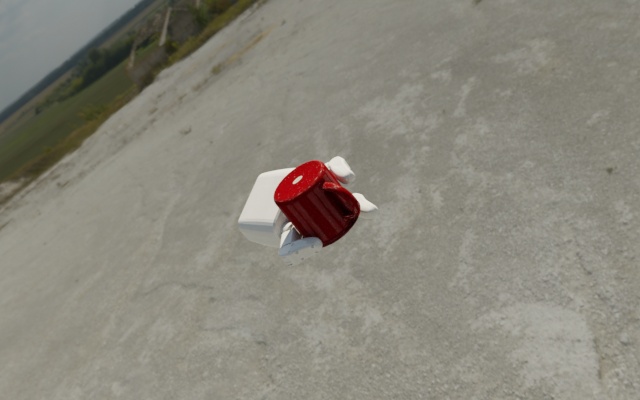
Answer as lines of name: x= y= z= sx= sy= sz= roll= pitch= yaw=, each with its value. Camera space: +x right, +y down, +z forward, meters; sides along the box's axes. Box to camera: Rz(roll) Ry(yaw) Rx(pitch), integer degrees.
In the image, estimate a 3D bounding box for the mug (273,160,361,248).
mug: x=0.001 y=0.002 z=0.616 sx=0.117 sy=0.093 sz=0.081 roll=-1 pitch=-44 yaw=50
